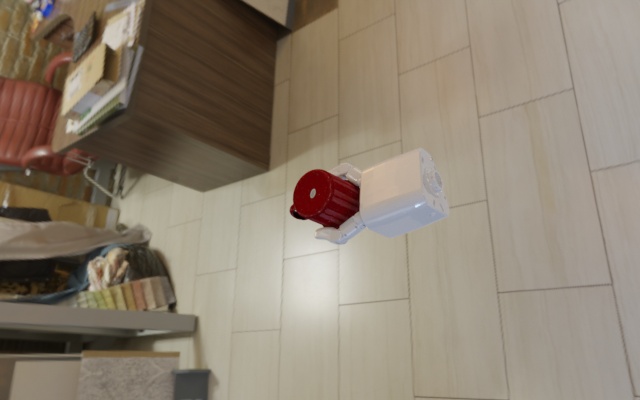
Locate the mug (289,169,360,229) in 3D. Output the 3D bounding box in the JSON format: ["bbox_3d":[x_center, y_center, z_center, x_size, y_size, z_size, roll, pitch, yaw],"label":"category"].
[{"bbox_3d":[-0.001,0.003,0.780,0.117,0.093,0.081,-23,-29,31],"label":"mug"}]
